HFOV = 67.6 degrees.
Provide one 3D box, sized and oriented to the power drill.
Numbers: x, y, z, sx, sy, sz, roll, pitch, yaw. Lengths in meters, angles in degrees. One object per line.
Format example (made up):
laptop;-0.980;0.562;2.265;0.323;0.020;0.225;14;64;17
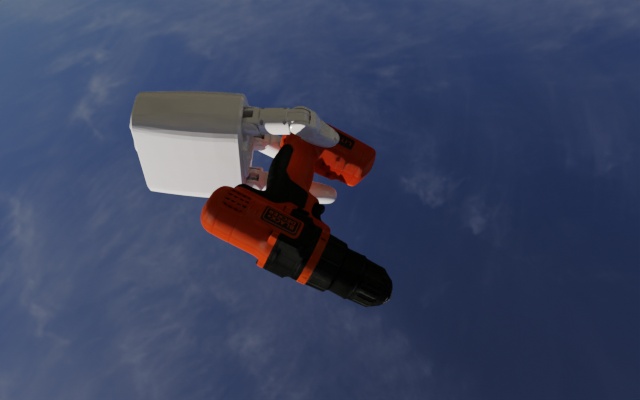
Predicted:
power drill;0.000;0.001;0.477;0.184;0.057;0.187;28;41;-4
